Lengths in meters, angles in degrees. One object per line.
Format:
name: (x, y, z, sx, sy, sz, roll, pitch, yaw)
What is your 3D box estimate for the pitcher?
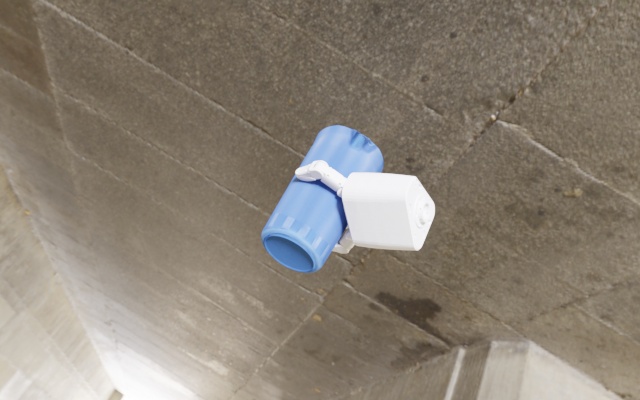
pitcher: (0.000, 0.003, 0.811, 0.145, 0.242, 0.149, 5, -42, 34)
